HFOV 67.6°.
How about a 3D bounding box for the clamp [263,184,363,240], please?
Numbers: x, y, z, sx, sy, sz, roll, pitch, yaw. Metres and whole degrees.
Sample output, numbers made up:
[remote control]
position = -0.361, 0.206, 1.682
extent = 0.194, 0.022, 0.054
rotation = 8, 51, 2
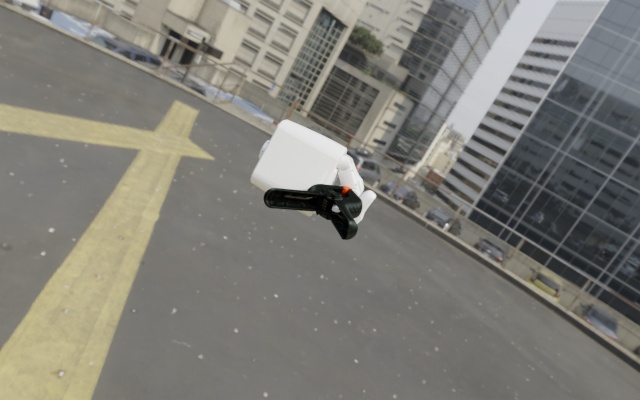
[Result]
[clamp]
position = 0.000, 0.002, 0.626
extent = 0.120, 0.039, 0.171
rotation = 26, 13, 6
